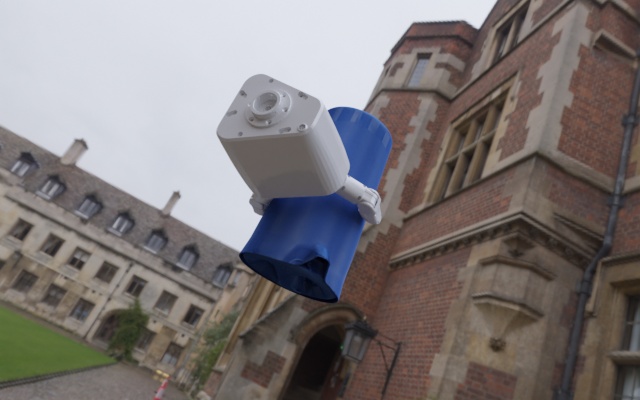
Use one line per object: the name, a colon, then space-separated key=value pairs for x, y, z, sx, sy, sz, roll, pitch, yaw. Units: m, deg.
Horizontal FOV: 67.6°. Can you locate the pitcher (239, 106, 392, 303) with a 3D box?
pitcher: x=0.000 y=0.002 z=0.634 sx=0.149 sy=0.242 sz=0.145 roll=14 pitch=-25 yaw=26
